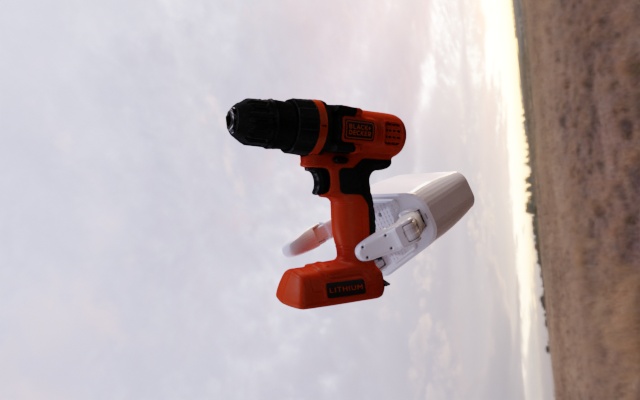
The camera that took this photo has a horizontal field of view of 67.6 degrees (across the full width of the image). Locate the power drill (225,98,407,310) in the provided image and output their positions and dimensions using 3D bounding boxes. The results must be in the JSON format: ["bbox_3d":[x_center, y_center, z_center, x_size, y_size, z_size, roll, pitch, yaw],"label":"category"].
[{"bbox_3d":[0.000,0.002,0.444,0.184,0.187,0.057,0,5,-30],"label":"power drill"}]
